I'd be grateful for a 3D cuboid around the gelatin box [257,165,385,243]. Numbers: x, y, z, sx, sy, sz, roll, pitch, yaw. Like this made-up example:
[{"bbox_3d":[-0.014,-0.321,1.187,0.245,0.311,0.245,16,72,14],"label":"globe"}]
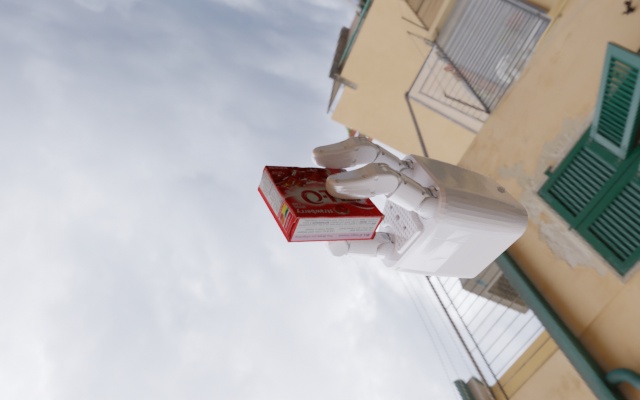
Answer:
[{"bbox_3d":[0.000,0.002,0.414,0.089,0.030,0.073,0,37,-32],"label":"gelatin box"}]
